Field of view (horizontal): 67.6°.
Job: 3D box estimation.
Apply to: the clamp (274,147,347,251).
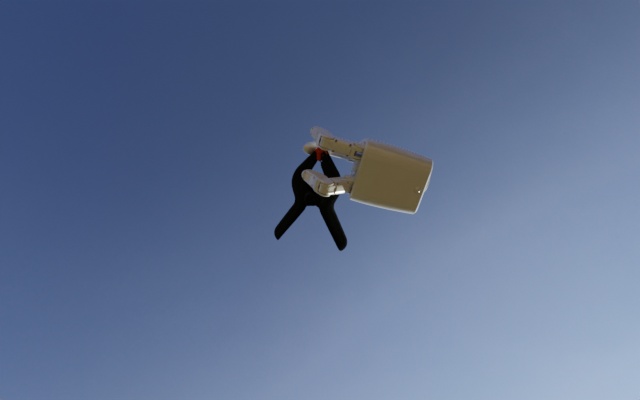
[{"bbox_3d":[0.000,0.002,0.759,0.120,0.171,0.039,15,23,-2],"label":"clamp"}]
